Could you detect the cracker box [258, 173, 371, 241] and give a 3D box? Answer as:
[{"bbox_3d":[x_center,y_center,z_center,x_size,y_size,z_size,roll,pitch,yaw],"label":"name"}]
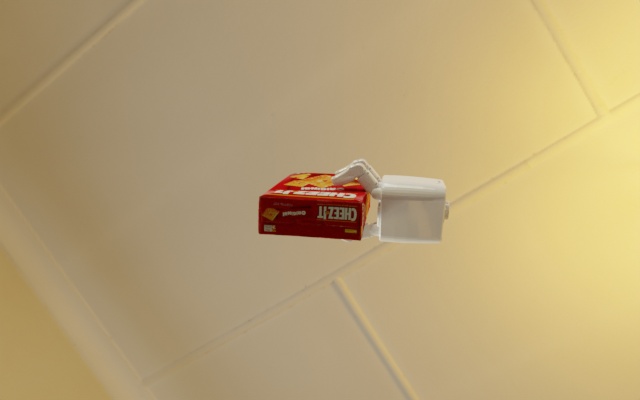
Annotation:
[{"bbox_3d":[0.000,0.003,0.831,0.164,0.072,0.213,3,13,9],"label":"cracker box"}]
